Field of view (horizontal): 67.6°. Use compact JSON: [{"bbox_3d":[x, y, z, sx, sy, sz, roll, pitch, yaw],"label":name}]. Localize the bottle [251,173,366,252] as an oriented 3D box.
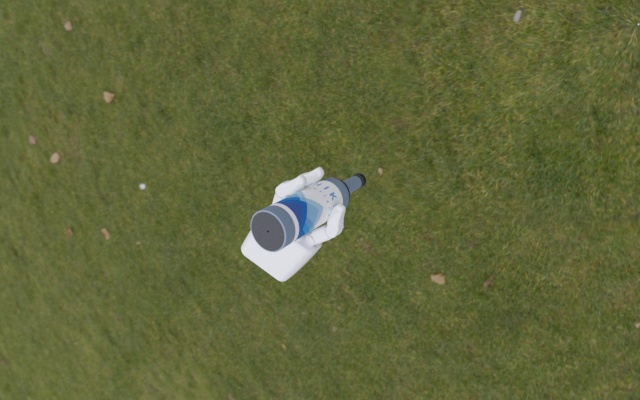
[{"bbox_3d":[0.000,0.003,0.819,0.069,0.069,0.295,0,17,34],"label":"bottle"}]
